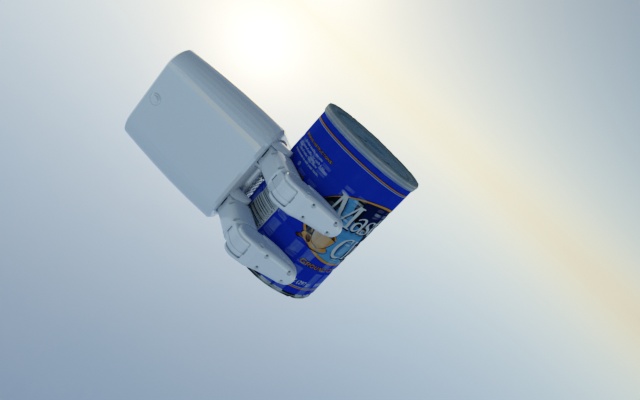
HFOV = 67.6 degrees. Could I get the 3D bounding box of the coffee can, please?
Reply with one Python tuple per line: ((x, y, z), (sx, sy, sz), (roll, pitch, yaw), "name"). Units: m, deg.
((0.000, 0.001, 0.420), (0.103, 0.140, 0.102), (39, 16, -13), "coffee can")
